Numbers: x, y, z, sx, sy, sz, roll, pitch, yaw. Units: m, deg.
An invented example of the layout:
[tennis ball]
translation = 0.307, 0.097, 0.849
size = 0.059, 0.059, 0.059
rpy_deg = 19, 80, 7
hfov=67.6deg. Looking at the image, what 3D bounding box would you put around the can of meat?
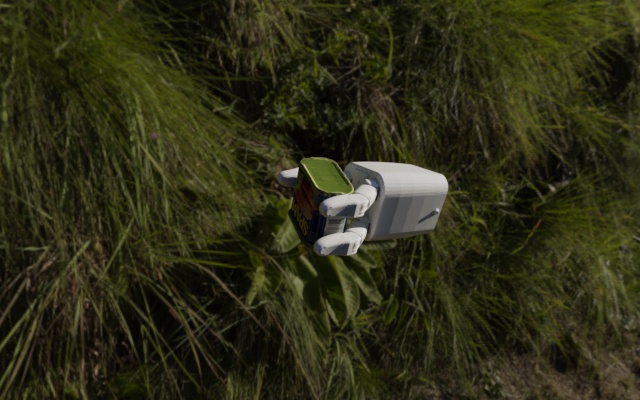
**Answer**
[can of meat]
translation = 0.000, 0.002, 0.619
size = 0.057, 0.084, 0.102
rpy_deg = 0, 31, -21
